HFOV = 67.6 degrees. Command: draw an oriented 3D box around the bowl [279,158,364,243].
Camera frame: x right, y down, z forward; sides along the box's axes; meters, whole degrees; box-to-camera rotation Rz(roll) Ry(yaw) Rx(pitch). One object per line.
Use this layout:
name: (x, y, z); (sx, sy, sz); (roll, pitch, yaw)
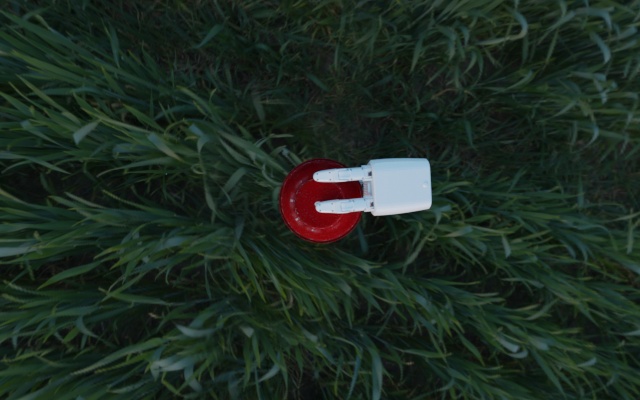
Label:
bowl: (-0.001, 0.003, 0.877); (0.162, 0.162, 0.055); (0, 5, 3)
